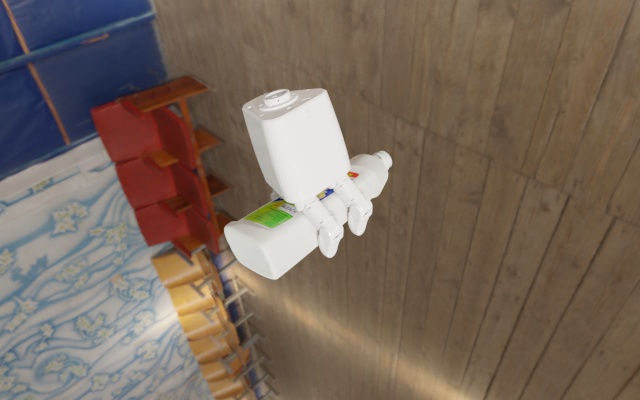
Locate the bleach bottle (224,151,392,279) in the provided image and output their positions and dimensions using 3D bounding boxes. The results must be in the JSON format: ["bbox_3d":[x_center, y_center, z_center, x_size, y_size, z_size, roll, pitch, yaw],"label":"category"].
[{"bbox_3d":[0.000,0.002,0.646,0.250,0.068,0.102,-36,32,-29],"label":"bleach bottle"}]
